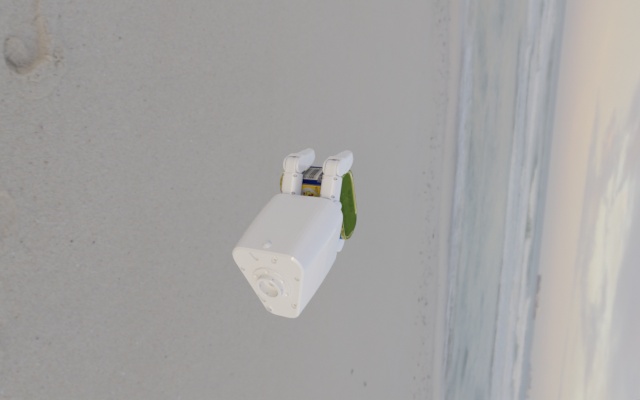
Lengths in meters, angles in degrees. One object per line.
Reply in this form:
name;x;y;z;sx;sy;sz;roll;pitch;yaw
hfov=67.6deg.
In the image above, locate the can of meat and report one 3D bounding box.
can of meat;0.000;0.002;0.652;0.084;0.102;0.057;6;34;26
